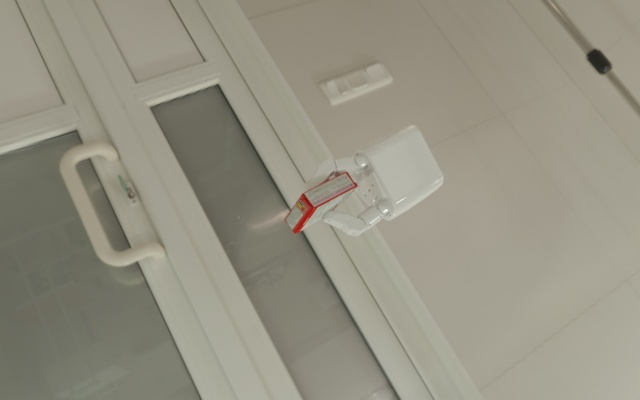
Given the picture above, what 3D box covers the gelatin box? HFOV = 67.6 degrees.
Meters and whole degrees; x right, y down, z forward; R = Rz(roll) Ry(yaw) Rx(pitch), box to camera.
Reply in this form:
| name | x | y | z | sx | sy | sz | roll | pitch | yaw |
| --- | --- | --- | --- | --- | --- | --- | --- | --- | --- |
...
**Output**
| name | x | y | z | sx | sy | sz | roll | pitch | yaw |
| --- | --- | --- | --- | --- | --- | --- | --- | --- | --- |
| gelatin box | 0.000 | 0.003 | 0.670 | 0.089 | 0.030 | 0.073 | -29 | -15 | -36 |
